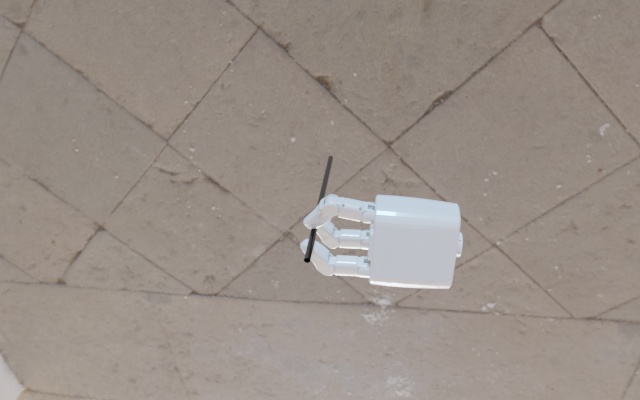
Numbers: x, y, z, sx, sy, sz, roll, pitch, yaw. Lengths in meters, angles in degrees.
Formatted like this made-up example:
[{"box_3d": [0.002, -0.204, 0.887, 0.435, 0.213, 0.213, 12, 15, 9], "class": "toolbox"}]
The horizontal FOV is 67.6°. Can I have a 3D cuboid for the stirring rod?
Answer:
[{"box_3d": [0.000, 0.002, 0.682, 0.011, 0.011, 0.239, 0, 37, 10], "class": "stirring rod"}]
